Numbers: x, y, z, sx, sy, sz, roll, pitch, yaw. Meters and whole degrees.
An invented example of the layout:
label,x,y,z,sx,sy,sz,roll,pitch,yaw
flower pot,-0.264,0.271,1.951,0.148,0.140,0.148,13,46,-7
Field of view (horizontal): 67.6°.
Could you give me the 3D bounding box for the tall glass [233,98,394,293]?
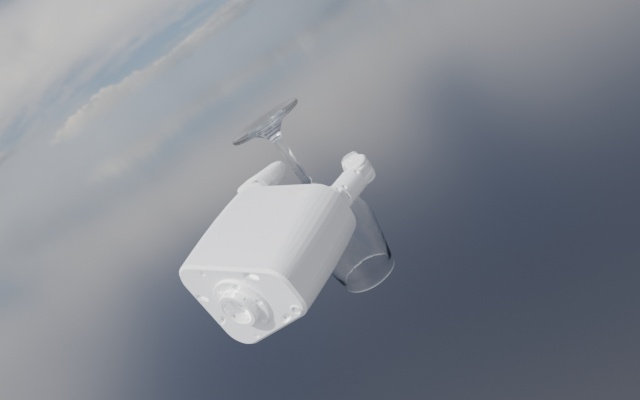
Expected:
label,x,y,z,sx,sy,sz,roll,pitch,yaw
tall glass,0.000,0.001,0.485,0.079,0.201,0.079,-30,21,13
